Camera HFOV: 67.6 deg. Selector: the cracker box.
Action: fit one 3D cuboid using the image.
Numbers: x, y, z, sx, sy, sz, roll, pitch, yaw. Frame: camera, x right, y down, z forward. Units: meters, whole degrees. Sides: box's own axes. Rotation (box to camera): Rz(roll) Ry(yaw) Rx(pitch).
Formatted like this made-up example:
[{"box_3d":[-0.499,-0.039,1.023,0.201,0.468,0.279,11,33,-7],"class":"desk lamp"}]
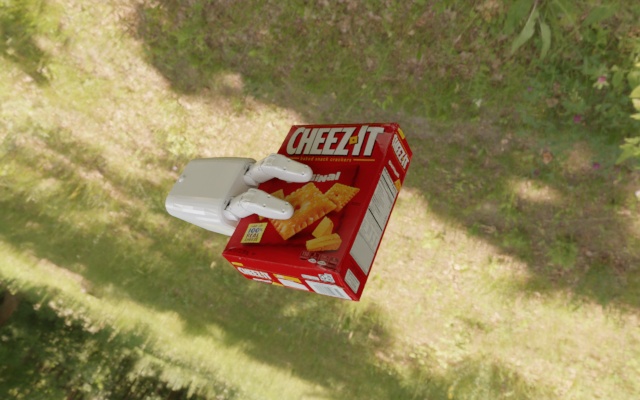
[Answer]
[{"box_3d":[0.000,0.002,0.587,0.164,0.213,0.072,5,-33,33],"class":"cracker box"}]
